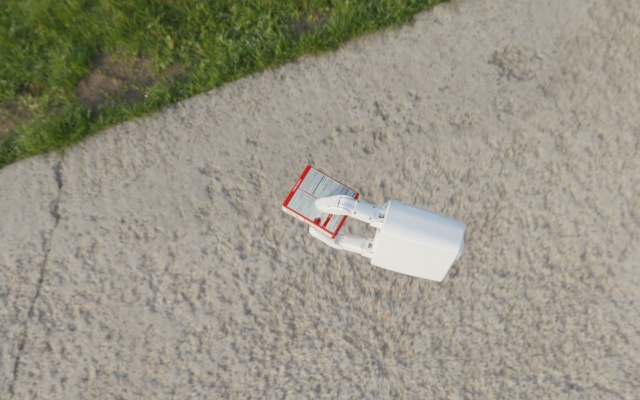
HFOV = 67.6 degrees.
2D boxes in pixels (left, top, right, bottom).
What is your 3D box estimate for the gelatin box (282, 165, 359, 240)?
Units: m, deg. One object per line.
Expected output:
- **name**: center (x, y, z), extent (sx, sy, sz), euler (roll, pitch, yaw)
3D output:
- **gelatin box**: center (0.000, 0.002, 0.687), extent (0.089, 0.073, 0.030), euler (30, -15, 6)
